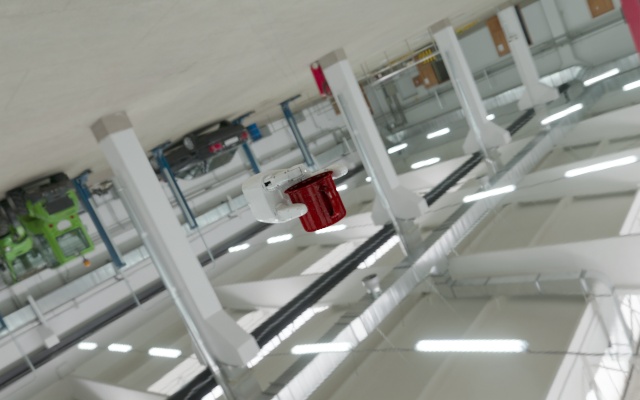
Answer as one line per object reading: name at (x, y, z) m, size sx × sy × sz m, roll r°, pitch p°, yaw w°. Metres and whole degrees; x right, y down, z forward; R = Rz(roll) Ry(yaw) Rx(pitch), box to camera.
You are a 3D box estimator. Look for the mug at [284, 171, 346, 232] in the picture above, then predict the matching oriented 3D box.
mug at (0.001, 0.003, 0.824) m, size 0.093 × 0.081 × 0.117 m, roll -28°, pitch 11°, yaw -26°
